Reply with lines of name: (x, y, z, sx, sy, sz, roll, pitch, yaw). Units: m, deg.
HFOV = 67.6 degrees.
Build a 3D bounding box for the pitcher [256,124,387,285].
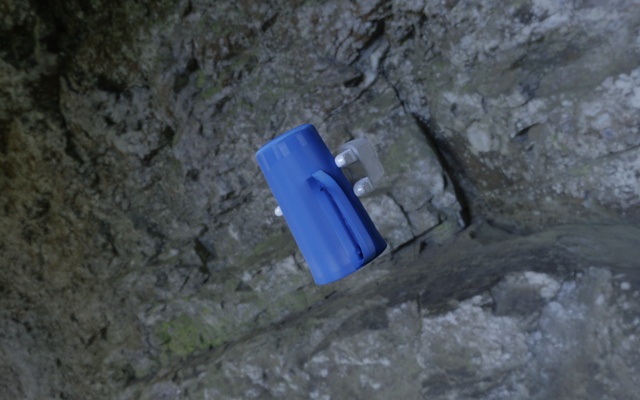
pitcher: (0.000, 0.002, 0.767, 0.149, 0.243, 0.145, -27, 4, 28)
